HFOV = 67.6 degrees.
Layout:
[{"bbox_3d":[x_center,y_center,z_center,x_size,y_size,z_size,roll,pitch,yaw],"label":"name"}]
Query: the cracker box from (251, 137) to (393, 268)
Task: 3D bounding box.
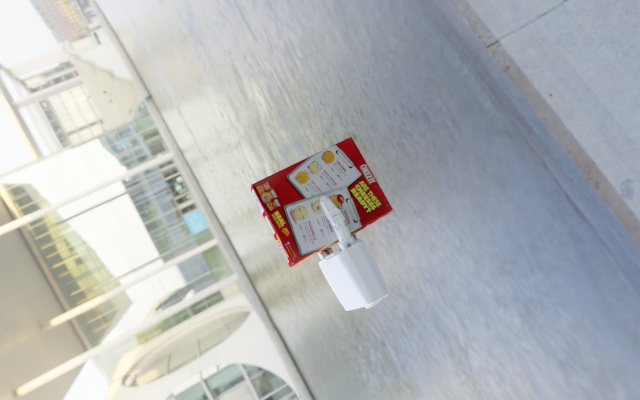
[{"bbox_3d":[0.000,0.003,0.894,0.213,0.164,0.072,-27,-8,-14],"label":"cracker box"}]
